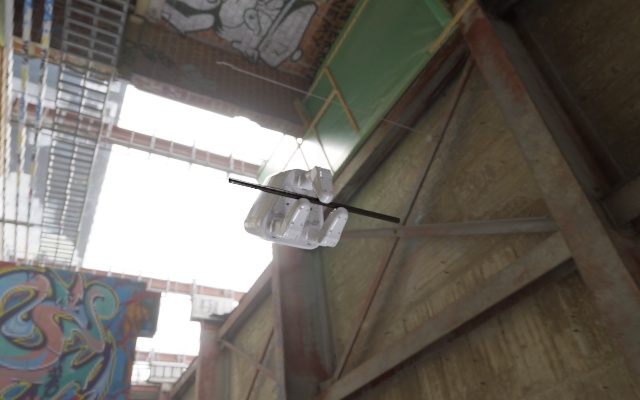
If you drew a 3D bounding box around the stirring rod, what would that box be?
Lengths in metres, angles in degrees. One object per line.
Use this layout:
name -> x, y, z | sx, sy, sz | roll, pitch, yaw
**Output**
stirring rod -> 0.000, 0.002, 0.604 | 0.239, 0.011, 0.011 | 14, -6, -24
